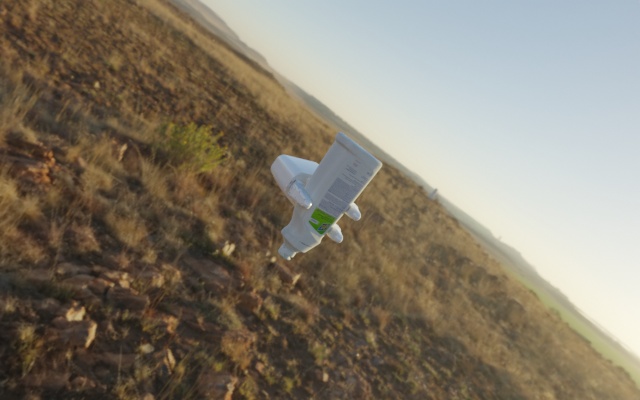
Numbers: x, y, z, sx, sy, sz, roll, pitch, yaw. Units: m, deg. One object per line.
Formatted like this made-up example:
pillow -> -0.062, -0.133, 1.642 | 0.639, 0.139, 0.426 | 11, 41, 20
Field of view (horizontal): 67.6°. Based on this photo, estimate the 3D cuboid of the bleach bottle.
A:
bleach bottle -> 0.000, 0.003, 0.883 | 0.102, 0.251, 0.068 | 31, 12, -36
